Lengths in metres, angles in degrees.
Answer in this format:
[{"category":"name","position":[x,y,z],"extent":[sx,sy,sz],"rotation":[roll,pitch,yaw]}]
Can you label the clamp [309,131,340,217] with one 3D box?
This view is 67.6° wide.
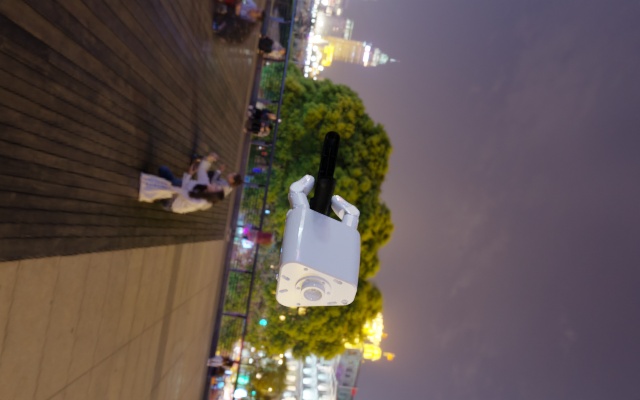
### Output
[{"category":"clamp","position":[0.001,0.003,0.763],"extent":[0.036,0.210,0.164],"rotation":[11,39,-1]}]
